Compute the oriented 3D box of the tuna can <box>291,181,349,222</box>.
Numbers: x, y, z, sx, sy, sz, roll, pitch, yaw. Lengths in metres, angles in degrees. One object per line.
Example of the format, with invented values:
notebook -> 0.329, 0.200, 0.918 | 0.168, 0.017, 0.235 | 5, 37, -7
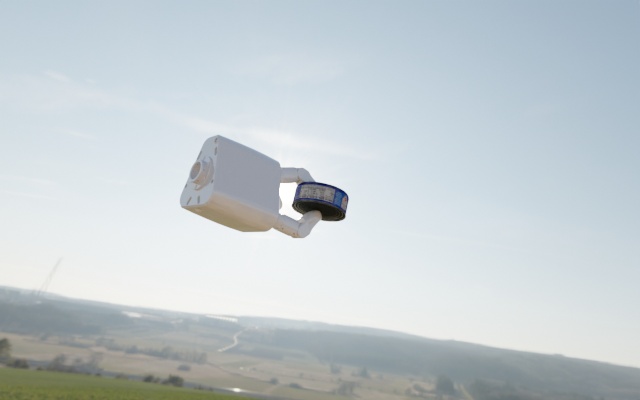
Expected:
tuna can -> 0.000, 0.002, 0.735 | 0.086, 0.033, 0.086 | 11, -19, 4
